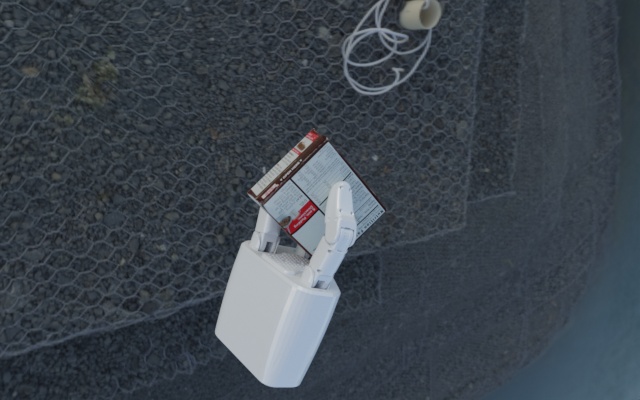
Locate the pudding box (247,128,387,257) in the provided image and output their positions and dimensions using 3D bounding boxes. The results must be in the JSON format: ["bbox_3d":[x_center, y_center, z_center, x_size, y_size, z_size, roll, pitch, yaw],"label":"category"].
[{"bbox_3d":[0.000,0.002,0.467,0.113,0.090,0.039,48,-5,-34],"label":"pudding box"}]
